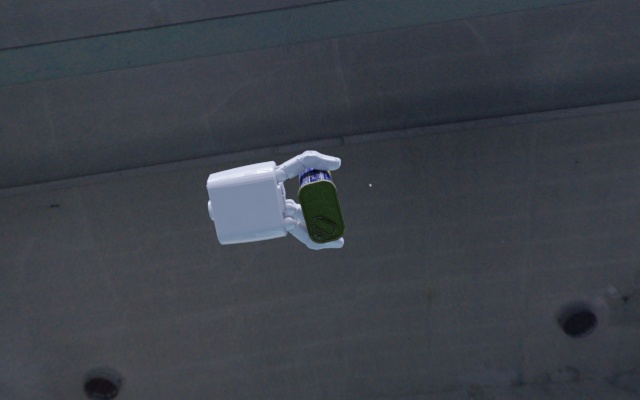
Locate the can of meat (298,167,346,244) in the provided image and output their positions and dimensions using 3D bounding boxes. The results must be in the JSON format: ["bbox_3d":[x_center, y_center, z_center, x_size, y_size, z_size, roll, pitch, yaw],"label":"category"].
[{"bbox_3d":[0.000,0.002,0.748,0.057,0.102,0.084,-14,24,2],"label":"can of meat"}]
